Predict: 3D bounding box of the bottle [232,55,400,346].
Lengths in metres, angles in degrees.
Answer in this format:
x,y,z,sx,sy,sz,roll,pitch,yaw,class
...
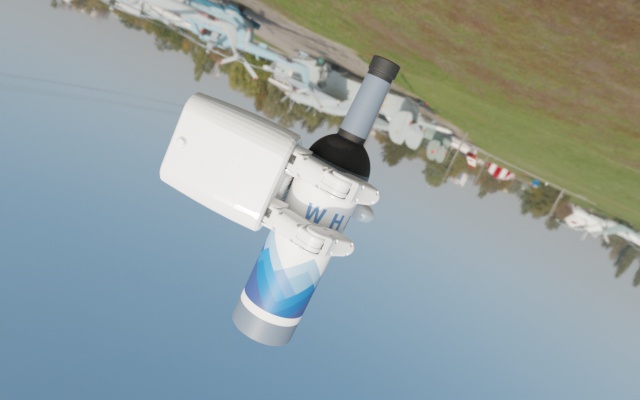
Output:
x,y,z,sx,sy,sz,roll,pitch,yaw,class
0.000,0.002,0.470,0.069,0.296,0.069,24,12,-5,bottle
